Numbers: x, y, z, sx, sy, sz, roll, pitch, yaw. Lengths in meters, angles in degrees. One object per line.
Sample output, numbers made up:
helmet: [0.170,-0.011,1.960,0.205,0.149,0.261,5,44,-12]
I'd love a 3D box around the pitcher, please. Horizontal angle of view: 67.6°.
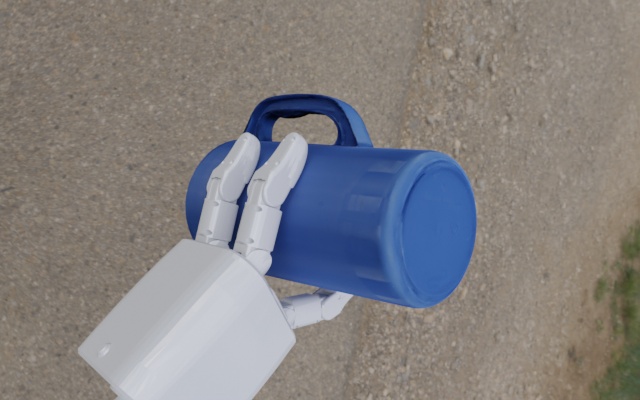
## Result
pitcher: [0.000,0.001,0.405,0.243,0.149,0.145,6,44,47]
